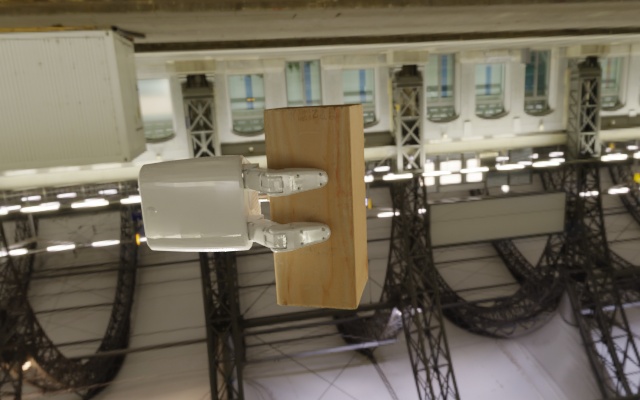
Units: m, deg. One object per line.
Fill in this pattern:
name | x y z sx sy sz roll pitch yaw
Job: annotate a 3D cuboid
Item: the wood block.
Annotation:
wood block | 0.000 0.002 0.520 0.090 0.206 0.091 0 13 13
